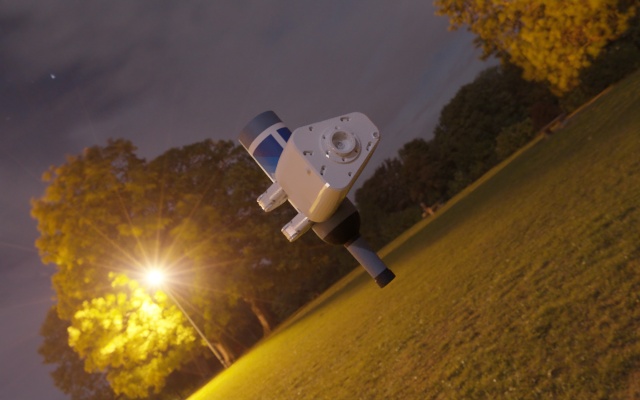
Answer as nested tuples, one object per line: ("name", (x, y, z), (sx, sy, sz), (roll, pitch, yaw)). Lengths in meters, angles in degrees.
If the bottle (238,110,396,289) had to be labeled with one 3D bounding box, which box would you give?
("bottle", (0.000, 0.002, 0.680), (0.069, 0.295, 0.069), (-39, -8, -6))
